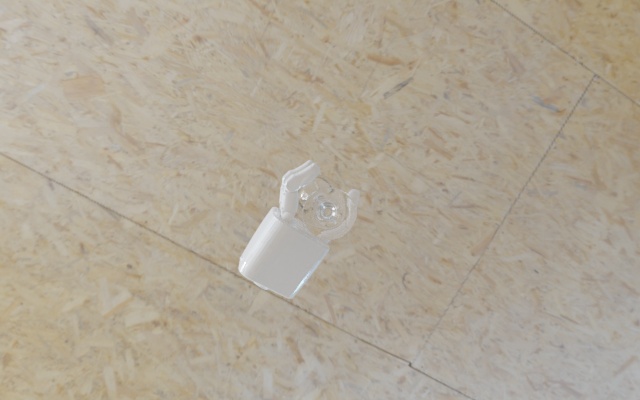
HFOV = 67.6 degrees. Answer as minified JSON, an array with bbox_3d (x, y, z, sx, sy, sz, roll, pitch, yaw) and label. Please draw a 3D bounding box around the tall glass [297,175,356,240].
[{"bbox_3d":[0.000,0.002,0.753,0.079,0.079,0.201,0,10,-7],"label":"tall glass"}]
